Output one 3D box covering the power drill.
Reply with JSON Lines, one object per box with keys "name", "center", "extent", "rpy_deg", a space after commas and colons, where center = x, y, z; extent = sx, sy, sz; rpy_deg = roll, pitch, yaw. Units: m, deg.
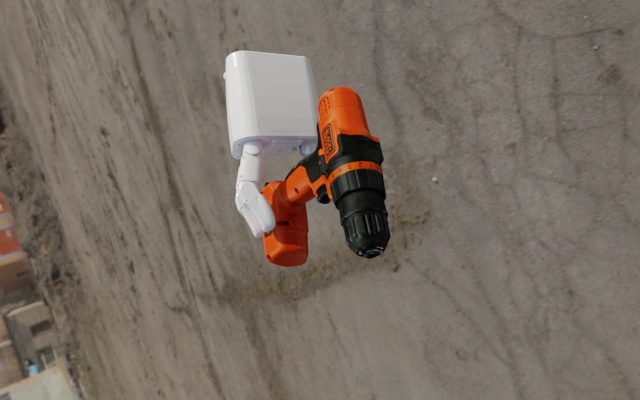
{"name": "power drill", "center": [0.000, 0.002, 0.508], "extent": [0.057, 0.184, 0.188], "rpy_deg": [11, -35, -29]}
